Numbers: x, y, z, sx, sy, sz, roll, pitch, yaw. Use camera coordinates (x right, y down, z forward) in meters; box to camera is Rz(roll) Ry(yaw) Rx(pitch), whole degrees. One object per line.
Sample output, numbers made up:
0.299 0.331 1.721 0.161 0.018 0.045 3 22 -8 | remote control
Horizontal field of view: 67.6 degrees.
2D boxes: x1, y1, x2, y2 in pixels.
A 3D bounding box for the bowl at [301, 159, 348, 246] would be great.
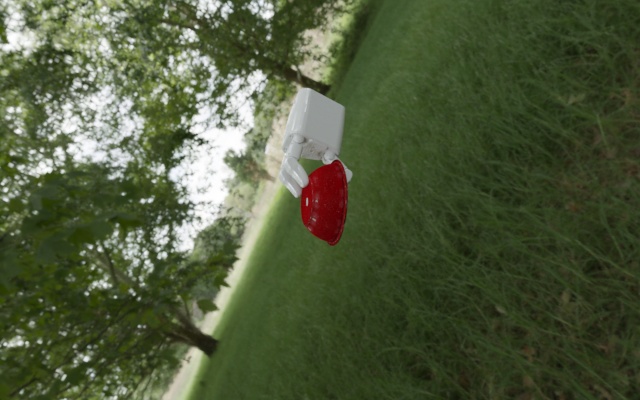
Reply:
0.000 0.004 0.880 0.055 0.162 0.162 3 -1 -15 | bowl
